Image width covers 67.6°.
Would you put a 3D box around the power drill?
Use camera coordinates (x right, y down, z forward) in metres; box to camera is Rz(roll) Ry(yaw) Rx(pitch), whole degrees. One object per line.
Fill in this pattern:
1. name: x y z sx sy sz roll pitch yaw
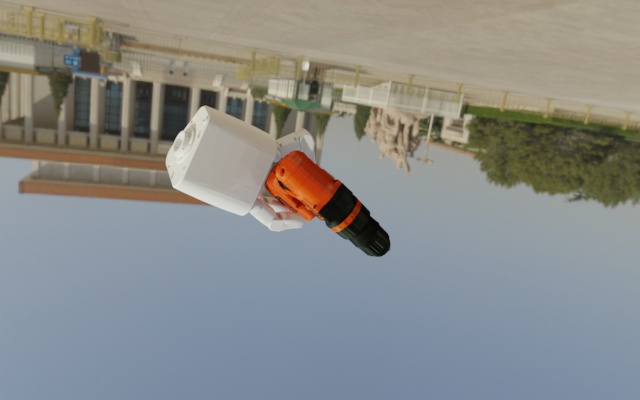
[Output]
1. power drill: 0.000 0.002 0.669 0.184 0.057 0.187 44 -10 -17
